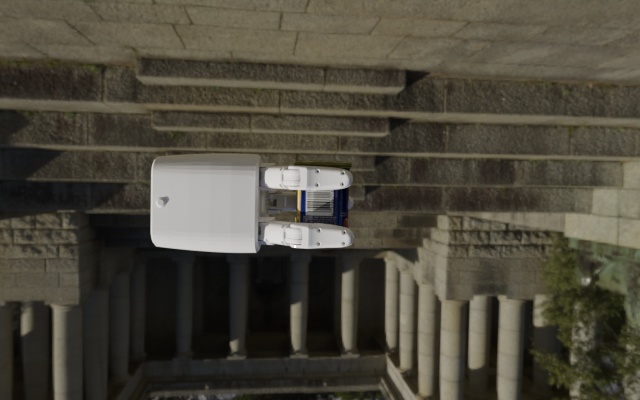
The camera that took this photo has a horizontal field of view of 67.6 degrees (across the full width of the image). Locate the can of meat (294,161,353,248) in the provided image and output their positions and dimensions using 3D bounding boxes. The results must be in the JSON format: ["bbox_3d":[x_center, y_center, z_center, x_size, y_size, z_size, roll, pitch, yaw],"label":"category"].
[{"bbox_3d":[0.000,0.002,0.505,0.057,0.084,0.102,1,2,-4],"label":"can of meat"}]
